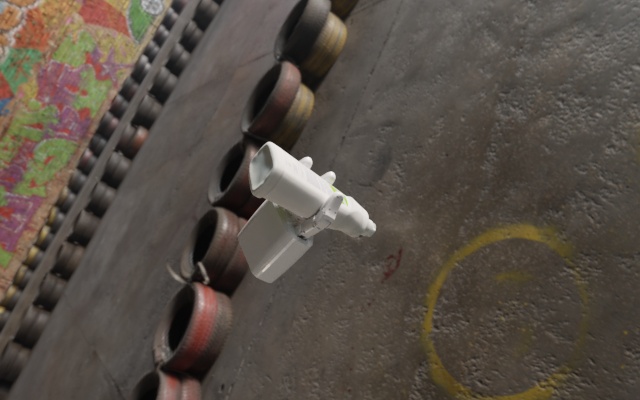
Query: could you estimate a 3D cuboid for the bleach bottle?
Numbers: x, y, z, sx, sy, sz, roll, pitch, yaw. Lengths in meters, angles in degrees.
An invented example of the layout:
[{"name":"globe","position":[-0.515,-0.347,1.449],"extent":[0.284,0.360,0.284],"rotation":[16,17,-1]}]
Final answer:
[{"name":"bleach bottle","position":[0.000,0.002,0.795],"extent":[0.251,0.068,0.102],"rotation":[31,23,-31]}]
